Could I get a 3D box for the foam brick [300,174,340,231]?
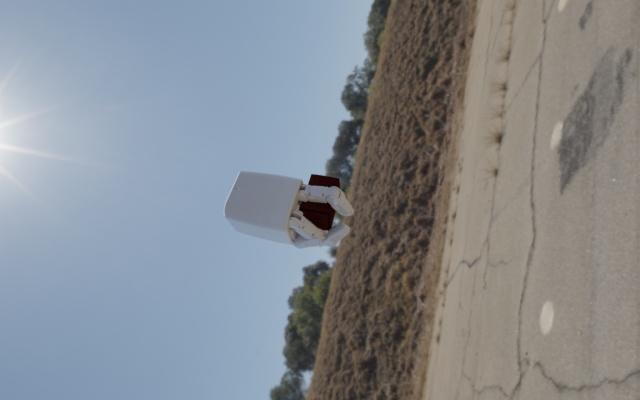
[{"bbox_3d":[0.000,0.002,0.800,0.051,0.078,0.053,10,-37,9],"label":"foam brick"}]
